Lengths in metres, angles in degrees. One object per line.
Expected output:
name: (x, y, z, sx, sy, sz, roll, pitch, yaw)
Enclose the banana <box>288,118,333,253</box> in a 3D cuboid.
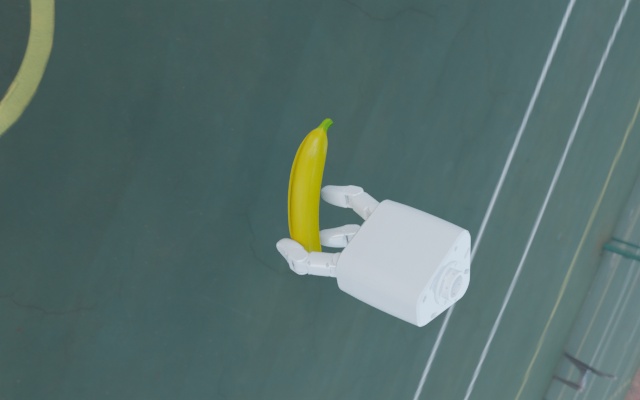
banana: (-0.012, 0.001, 0.582, 0.037, 0.198, 0.069, 18, 18, 37)
